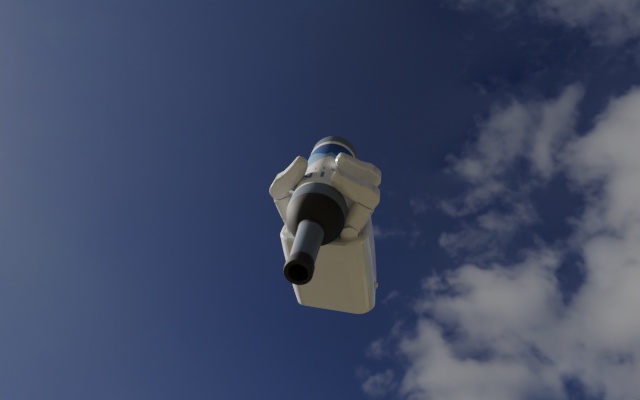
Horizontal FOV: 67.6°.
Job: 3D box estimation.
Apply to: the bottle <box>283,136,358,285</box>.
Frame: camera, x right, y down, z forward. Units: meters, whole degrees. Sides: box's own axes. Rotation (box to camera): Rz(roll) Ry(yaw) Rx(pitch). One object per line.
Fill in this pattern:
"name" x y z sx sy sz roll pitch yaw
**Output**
"bottle" 0.000 0.002 0.561 0.069 0.069 0.295 0 26 9
